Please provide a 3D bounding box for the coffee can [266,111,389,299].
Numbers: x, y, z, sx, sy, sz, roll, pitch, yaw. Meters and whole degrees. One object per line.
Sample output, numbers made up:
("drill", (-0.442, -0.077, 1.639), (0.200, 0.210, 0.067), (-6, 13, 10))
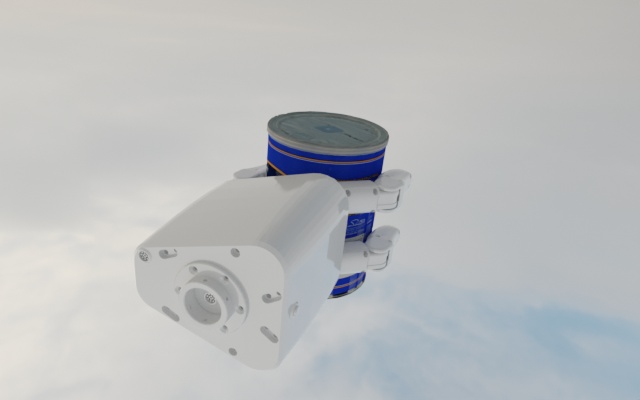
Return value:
("coffee can", (0.000, 0.001, 0.429), (0.103, 0.140, 0.102), (5, 25, -2))
